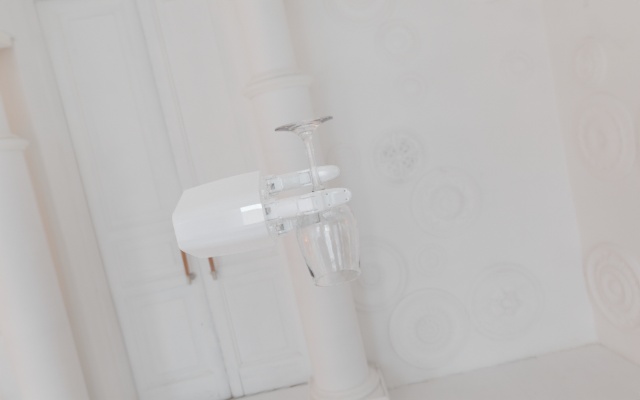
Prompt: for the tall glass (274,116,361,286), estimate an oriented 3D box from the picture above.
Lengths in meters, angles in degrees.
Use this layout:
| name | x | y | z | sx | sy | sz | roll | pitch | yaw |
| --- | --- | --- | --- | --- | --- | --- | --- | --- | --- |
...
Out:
| name | x | y | z | sx | sy | sz | roll | pitch | yaw |
| --- | --- | --- | --- | --- | --- | --- | --- | --- | --- |
| tall glass | 0.000 | 0.001 | 0.596 | 0.079 | 0.201 | 0.079 | -12 | 4 | 1 |
